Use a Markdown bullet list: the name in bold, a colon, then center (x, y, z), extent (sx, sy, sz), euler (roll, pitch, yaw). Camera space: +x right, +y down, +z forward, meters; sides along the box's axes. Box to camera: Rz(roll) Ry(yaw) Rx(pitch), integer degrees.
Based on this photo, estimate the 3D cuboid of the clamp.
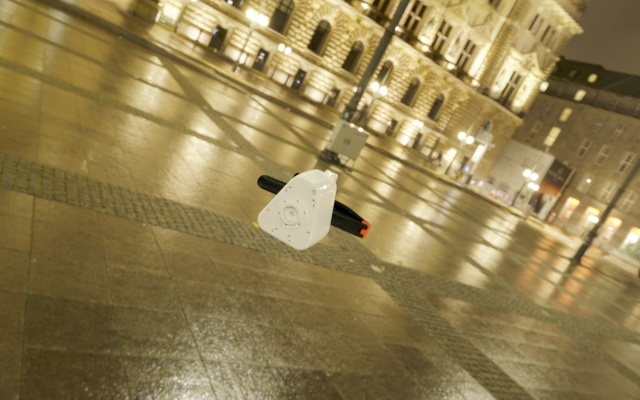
- **clamp**: center (0.001, 0.002, 0.887), extent (0.210, 0.036, 0.164), euler (29, 15, 9)
